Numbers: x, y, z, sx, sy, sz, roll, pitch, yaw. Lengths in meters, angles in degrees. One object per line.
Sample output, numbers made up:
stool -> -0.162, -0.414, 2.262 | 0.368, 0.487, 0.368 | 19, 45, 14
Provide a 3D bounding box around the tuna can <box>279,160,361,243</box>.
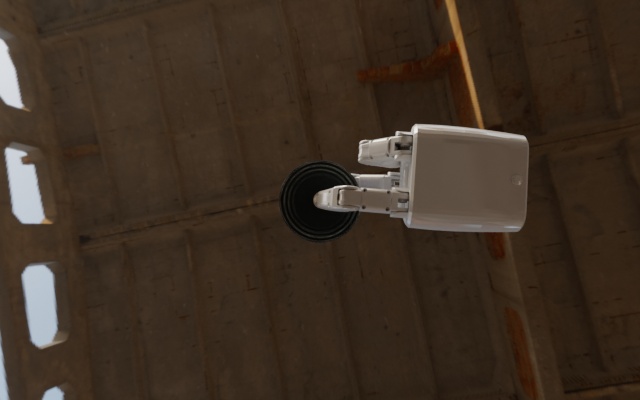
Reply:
tuna can -> 0.000, 0.002, 0.509 | 0.086, 0.086, 0.034 | 0, -3, 1
